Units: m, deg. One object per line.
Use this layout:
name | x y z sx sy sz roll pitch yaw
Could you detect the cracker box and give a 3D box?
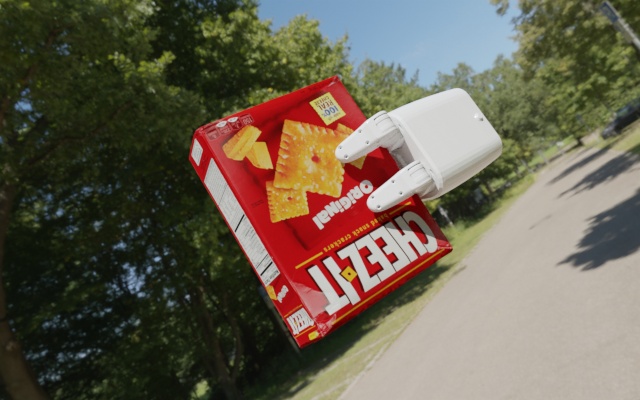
cracker box | 0.000 0.001 0.458 0.164 0.213 0.072 -27 -12 -28
